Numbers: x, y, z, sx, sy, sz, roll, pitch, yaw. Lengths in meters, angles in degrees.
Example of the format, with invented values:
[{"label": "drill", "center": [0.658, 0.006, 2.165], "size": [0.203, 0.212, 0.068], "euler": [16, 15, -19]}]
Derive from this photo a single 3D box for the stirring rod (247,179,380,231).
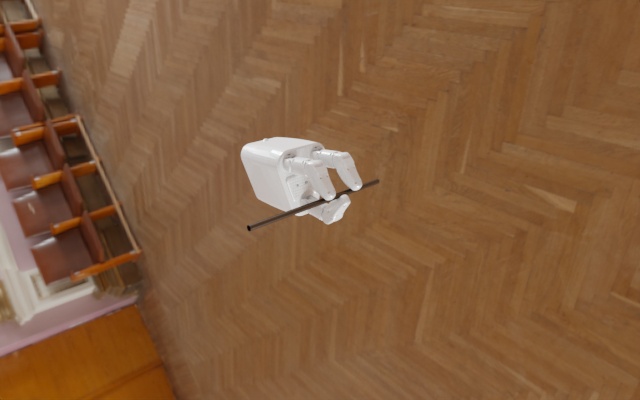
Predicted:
[{"label": "stirring rod", "center": [0.000, 0.002, 0.660], "size": [0.239, 0.011, 0.011], "euler": [-20, 13, -39]}]
